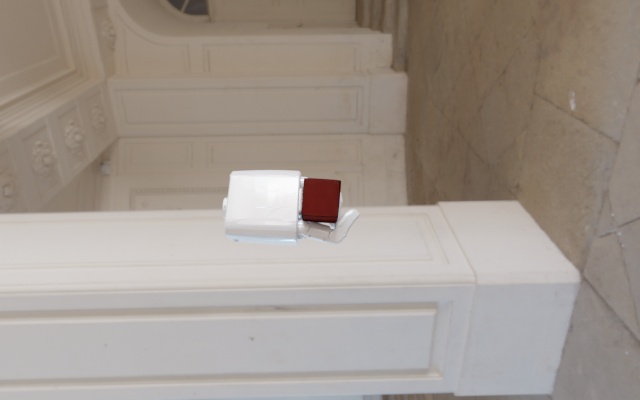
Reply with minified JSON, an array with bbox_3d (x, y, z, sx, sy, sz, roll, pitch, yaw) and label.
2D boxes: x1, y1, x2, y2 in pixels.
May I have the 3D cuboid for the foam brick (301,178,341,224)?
[{"bbox_3d":[0.000,0.002,0.676,0.051,0.053,0.078,5,-10,0],"label":"foam brick"}]
